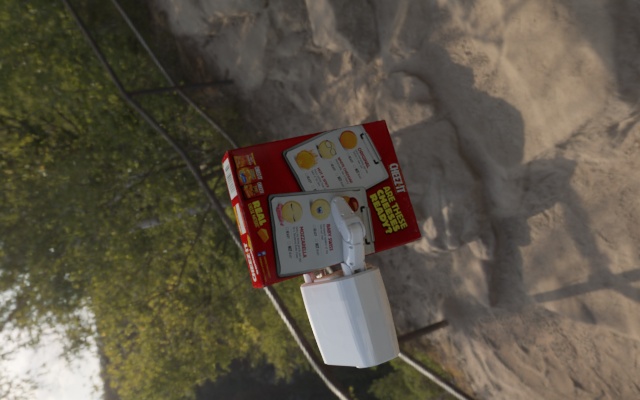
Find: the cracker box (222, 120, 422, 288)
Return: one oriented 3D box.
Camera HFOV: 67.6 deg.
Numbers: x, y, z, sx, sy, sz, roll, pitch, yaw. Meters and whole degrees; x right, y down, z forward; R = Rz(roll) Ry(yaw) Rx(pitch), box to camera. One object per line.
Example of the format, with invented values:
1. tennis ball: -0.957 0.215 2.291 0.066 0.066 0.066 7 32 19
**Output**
1. cracker box: 0.000 0.002 0.602 0.213 0.164 0.072 -14 -5 -21
